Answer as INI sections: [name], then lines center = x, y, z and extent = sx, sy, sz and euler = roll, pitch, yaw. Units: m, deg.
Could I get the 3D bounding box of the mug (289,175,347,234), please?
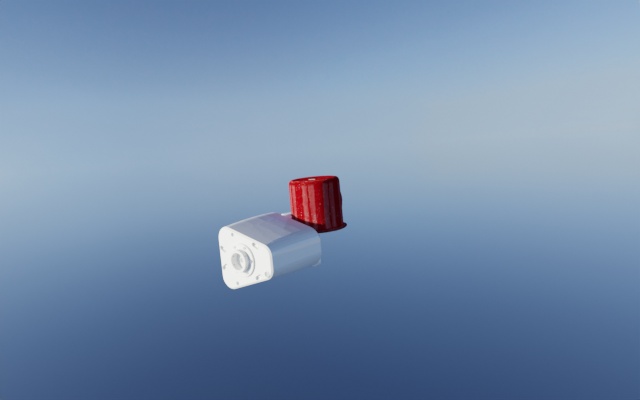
[mug]
center = 0.001, 0.002, 0.775
extent = 0.093, 0.081, 0.117
euler = 0, 9, 38
